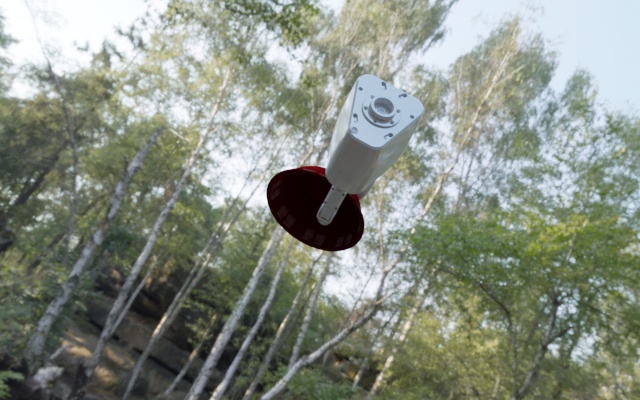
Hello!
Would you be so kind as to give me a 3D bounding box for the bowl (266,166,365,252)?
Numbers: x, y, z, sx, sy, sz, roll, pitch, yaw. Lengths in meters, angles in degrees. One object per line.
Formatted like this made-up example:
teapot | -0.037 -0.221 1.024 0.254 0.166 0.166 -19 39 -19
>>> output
bowl | 0.000 0.003 0.731 0.162 0.162 0.055 0 39 32
